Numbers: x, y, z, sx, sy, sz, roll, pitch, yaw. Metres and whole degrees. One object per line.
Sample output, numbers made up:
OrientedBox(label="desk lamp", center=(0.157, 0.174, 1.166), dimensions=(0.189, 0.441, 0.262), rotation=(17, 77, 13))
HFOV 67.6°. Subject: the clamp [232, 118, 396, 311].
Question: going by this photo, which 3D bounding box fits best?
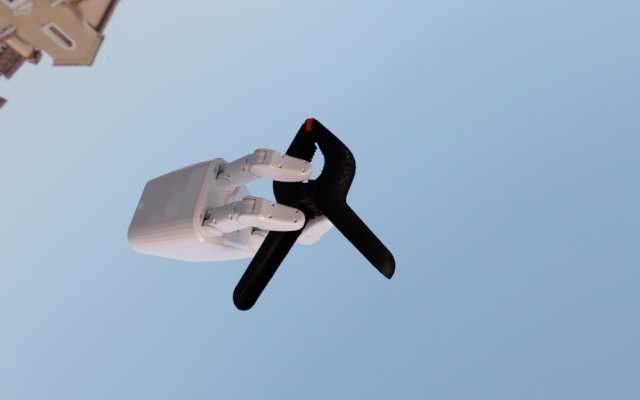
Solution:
OrientedBox(label="clamp", center=(0.000, 0.002, 0.467), dimensions=(0.164, 0.209, 0.036), rotation=(-11, -36, 30))
